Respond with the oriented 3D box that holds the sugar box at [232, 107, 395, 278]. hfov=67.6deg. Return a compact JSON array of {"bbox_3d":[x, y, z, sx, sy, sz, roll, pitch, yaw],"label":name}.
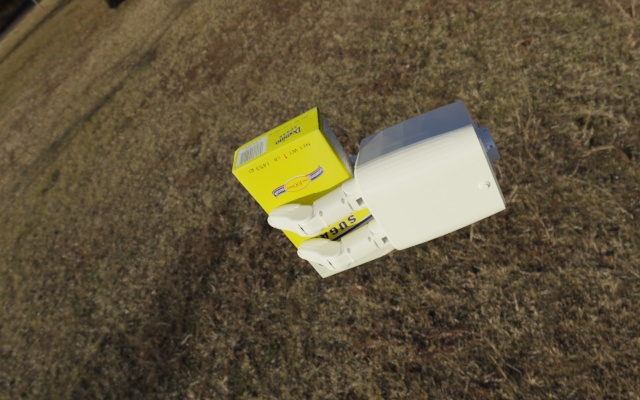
[{"bbox_3d":[0.000,0.002,0.480,0.093,0.176,0.048,-24,36,17],"label":"sugar box"}]
